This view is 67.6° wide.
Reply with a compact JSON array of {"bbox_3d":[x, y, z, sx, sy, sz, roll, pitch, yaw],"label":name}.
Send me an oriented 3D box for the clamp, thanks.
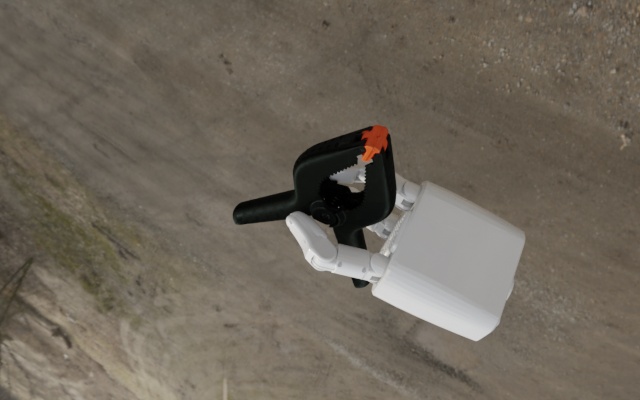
[{"bbox_3d":[0.000,0.002,0.445,0.164,0.036,0.210,23,-37,1],"label":"clamp"}]
